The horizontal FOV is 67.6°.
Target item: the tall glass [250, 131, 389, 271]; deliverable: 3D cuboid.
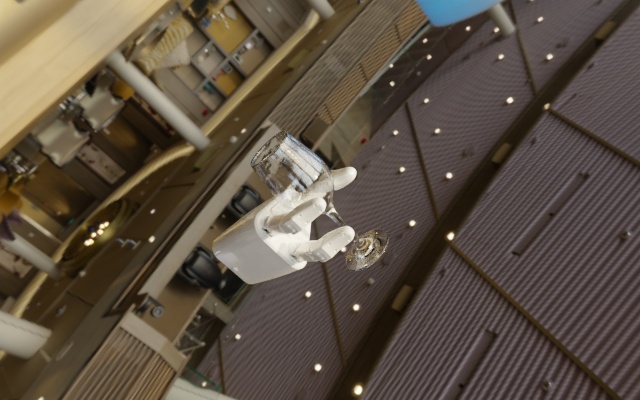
[{"bbox_3d":[0.001,0.002,0.623,0.201,0.079,0.079,46,-22,-22],"label":"tall glass"}]
